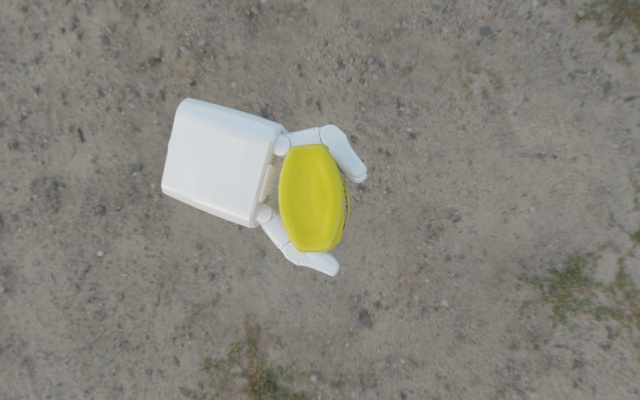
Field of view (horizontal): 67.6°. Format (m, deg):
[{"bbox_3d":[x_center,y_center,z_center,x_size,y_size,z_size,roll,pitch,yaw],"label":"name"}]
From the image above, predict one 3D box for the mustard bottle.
[{"bbox_3d":[0.000,0.002,0.504,0.058,0.096,0.191,-6,-3,5],"label":"mustard bottle"}]
